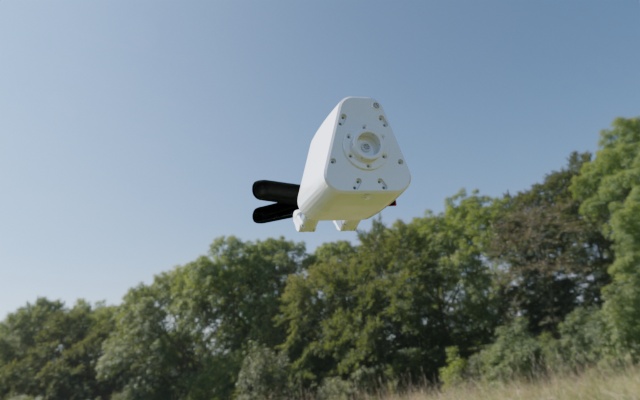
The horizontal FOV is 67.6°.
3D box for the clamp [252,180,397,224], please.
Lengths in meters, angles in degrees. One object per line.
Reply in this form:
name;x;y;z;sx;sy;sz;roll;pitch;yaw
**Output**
clamp;0.001;0.001;0.672;0.210;0.036;0.164;-2;-13;-16
